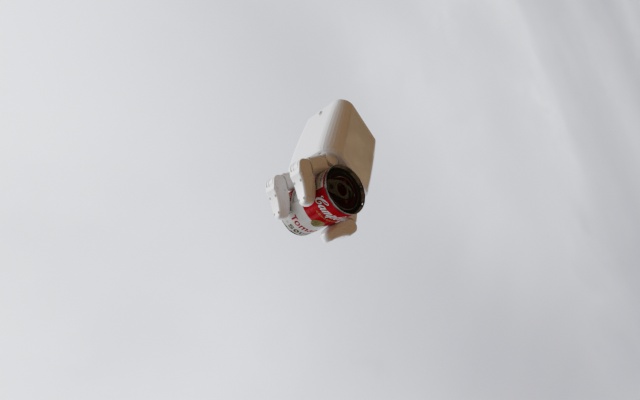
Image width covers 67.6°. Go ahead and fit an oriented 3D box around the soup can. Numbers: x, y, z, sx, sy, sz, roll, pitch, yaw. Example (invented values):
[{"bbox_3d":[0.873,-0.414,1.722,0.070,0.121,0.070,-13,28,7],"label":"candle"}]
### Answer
[{"bbox_3d":[0.000,0.003,0.638,0.068,0.068,0.102,0,-19,-43],"label":"soup can"}]
